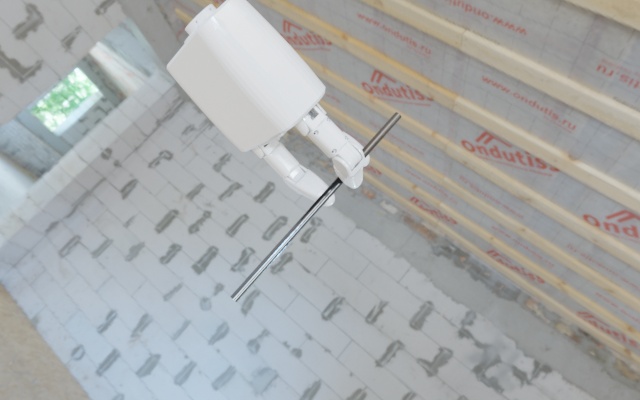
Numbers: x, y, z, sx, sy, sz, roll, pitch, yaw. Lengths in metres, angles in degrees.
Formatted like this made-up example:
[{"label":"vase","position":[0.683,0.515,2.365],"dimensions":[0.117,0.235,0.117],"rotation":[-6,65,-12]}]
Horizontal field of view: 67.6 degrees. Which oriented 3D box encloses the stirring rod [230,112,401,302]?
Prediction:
[{"label":"stirring rod","position":[0.000,0.002,0.455],"dimensions":[0.011,0.239,0.011],"rotation":[39,-13,11]}]
